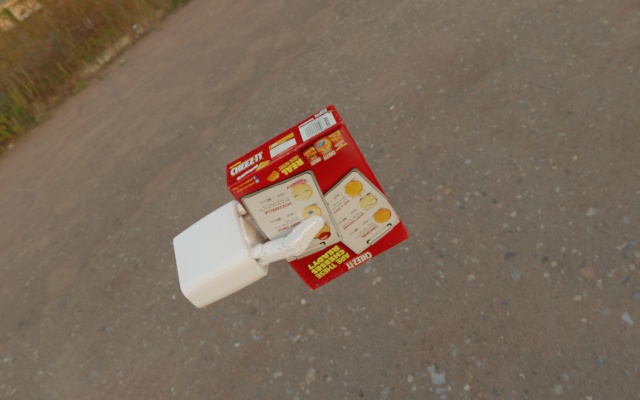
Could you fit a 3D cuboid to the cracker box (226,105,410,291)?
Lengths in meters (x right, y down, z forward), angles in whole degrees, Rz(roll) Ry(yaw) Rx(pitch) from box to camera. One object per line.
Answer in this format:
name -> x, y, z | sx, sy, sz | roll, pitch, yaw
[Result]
cracker box -> 0.000, 0.002, 0.647 | 0.164, 0.214, 0.072 | -30, 34, 8
